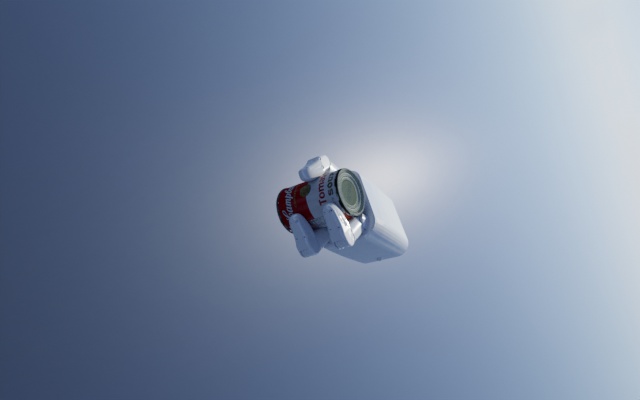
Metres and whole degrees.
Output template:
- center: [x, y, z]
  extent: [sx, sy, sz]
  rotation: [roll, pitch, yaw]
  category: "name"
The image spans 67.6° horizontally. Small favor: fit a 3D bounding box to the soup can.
- center: [0.000, 0.002, 0.646]
  extent: [0.102, 0.068, 0.068]
  rotation: [-18, -10, 33]
  category: "soup can"
